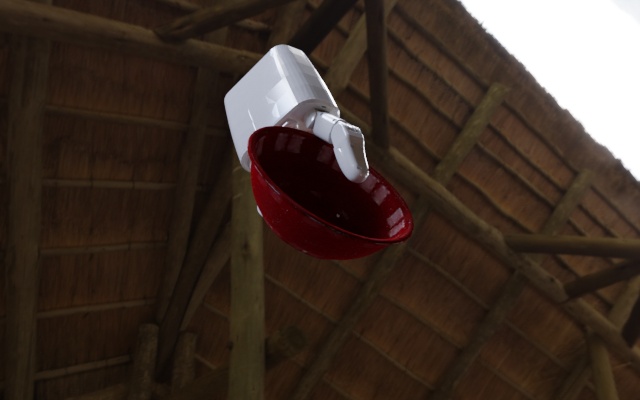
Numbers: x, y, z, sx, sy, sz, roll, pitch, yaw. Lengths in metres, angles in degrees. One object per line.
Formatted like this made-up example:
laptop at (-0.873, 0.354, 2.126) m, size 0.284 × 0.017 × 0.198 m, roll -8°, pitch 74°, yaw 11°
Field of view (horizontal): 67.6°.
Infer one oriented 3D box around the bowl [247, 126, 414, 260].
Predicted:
bowl at (0.000, 0.002, 0.422) m, size 0.162 × 0.055 × 0.162 m, roll 25°, pitch 26°, yaw -13°
